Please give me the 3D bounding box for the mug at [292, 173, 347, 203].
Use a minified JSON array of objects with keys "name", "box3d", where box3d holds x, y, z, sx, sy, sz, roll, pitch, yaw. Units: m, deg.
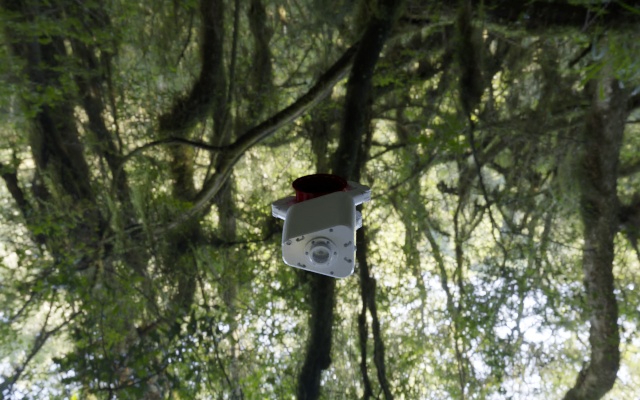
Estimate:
[{"name":"mug","box3d":[0.000,0.002,0.828,0.093,0.081,0.117,0,24,4]}]
